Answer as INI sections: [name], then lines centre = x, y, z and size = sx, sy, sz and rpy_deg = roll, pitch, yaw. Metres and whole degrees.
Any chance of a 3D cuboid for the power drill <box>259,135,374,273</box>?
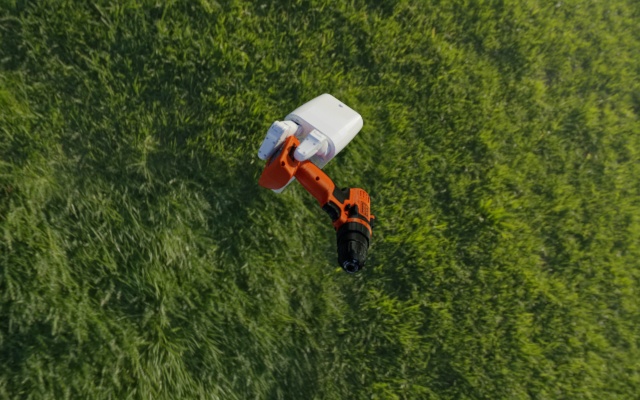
[power drill]
centre = 0.000, 0.002, 0.702
size = 0.057, 0.188, 0.184
rpy_deg = -41, 19, 25
